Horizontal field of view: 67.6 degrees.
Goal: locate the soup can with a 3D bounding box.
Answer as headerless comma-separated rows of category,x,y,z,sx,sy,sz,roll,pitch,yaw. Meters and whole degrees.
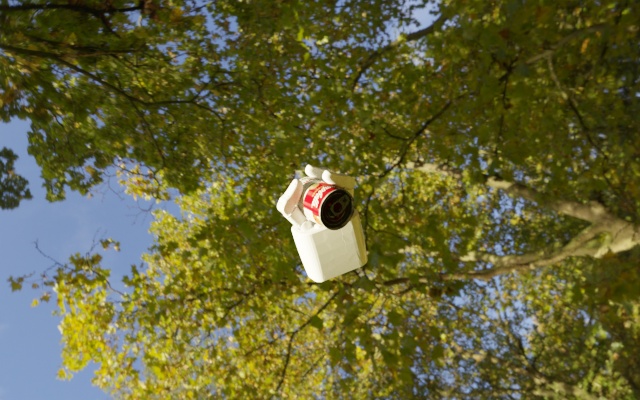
soup can,0.000,0.002,0.797,0.068,0.068,0.102,0,14,-34
